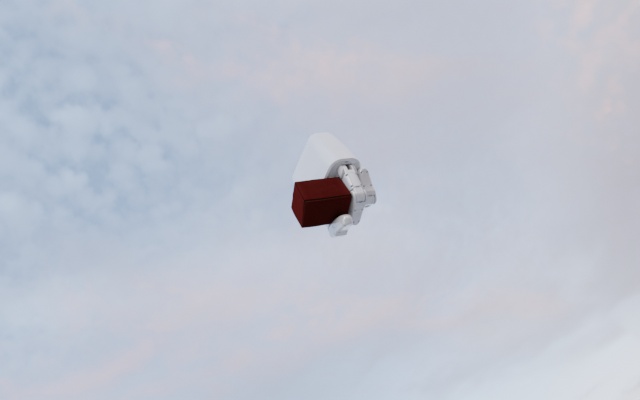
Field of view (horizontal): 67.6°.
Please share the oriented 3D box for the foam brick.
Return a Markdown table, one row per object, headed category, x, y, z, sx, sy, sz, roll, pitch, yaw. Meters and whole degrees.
| category | x | y | z | sx | sy | sz | roll | pitch | yaw |
| --- | --- | --- | --- | --- | --- | --- | --- | --- | --- |
| foam brick | 0.000 | 0.002 | 0.730 | 0.078 | 0.053 | 0.051 | -7 | 39 | -23 |
